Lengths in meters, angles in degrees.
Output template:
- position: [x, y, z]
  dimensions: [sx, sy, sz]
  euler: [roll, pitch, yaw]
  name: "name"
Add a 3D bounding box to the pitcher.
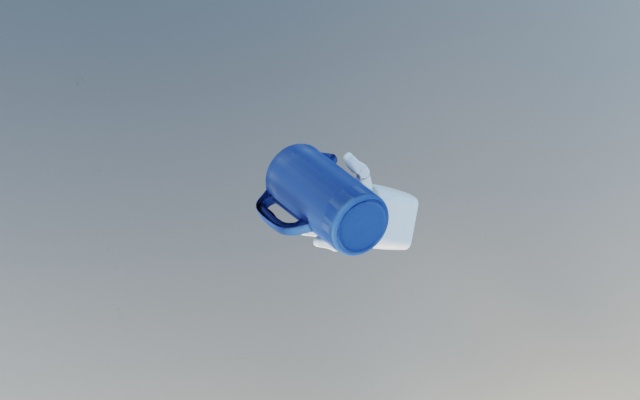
- position: [0.000, 0.003, 0.832]
  dimensions: [0.145, 0.149, 0.242]
  euler: [13, 15, -34]
  name: "pitcher"
